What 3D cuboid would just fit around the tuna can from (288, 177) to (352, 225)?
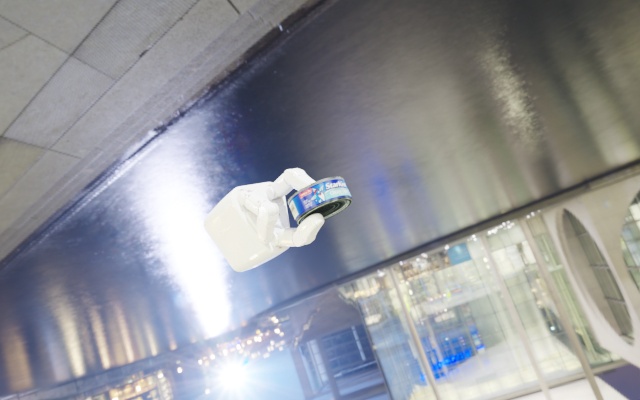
[{"bbox_3d":[0.000,0.003,0.663,0.086,0.033,0.086,-22,-16,-6],"label":"tuna can"}]
